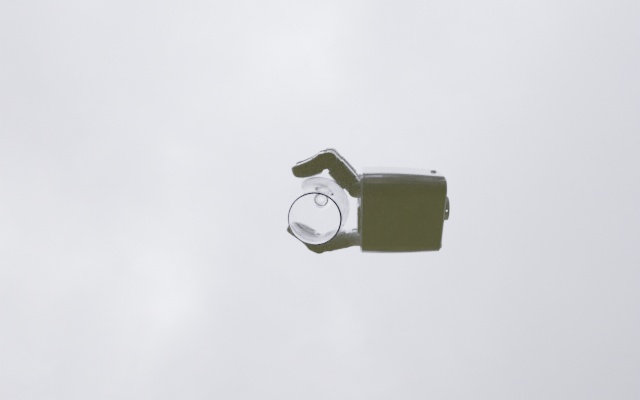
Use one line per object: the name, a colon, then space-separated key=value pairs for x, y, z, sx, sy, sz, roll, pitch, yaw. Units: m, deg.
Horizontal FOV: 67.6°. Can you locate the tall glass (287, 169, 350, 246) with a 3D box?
tall glass: x=0.000 y=0.002 z=0.634 sx=0.079 sy=0.079 sz=0.201 roll=0 pitch=11 yaw=4
